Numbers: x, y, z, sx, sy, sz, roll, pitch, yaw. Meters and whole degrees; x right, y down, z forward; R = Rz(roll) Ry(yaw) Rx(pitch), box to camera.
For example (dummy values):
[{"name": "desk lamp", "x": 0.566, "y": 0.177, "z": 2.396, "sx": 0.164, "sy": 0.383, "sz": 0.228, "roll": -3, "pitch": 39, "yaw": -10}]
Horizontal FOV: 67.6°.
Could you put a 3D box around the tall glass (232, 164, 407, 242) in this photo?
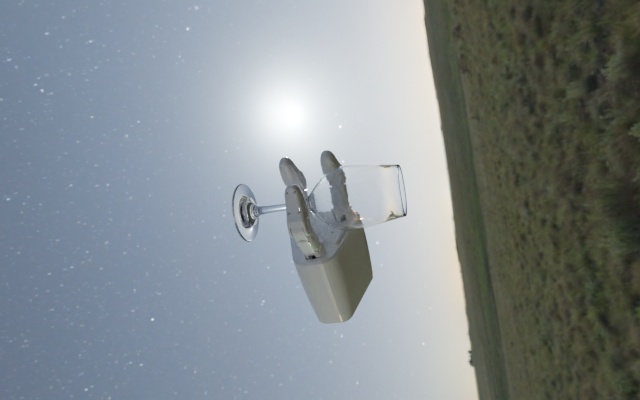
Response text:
[{"name": "tall glass", "x": -0.001, "y": 0.002, "z": 0.578, "sx": 0.201, "sy": 0.079, "sz": 0.079, "roll": -9, "pitch": -2, "yaw": 16}]
